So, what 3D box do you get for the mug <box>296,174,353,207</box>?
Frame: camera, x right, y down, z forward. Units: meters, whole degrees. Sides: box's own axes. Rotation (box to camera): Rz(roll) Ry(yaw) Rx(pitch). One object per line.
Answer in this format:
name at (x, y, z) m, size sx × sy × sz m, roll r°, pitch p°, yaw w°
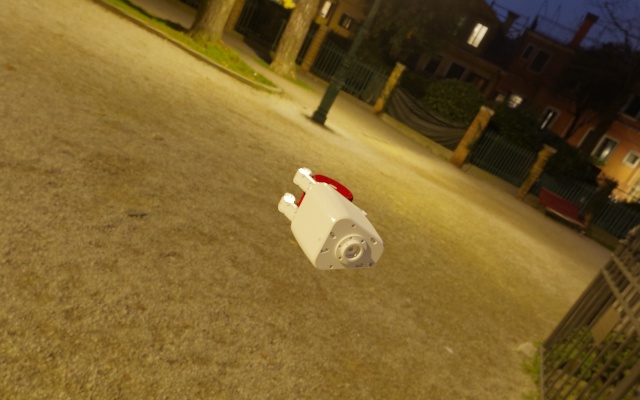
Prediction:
mug at (0.000, 0.002, 0.835) m, size 0.093 × 0.081 × 0.117 m, roll 19°, pitch 20°, yaw -30°
